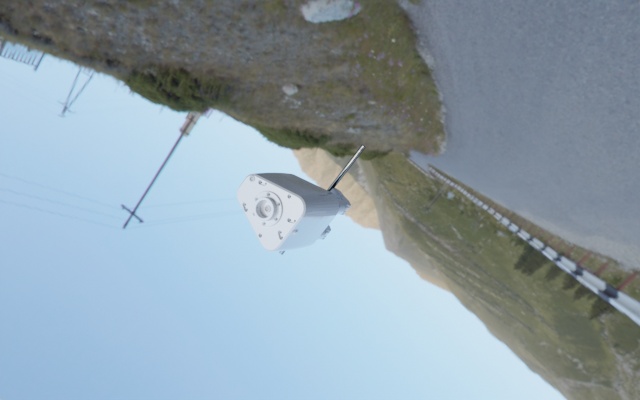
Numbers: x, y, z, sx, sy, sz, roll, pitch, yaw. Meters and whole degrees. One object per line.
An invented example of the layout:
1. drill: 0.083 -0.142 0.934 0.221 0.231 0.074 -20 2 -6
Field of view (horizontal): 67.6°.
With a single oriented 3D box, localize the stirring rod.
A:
1. stirring rod: 0.000 0.003 0.811 0.011 0.239 0.011 34 18 -12
